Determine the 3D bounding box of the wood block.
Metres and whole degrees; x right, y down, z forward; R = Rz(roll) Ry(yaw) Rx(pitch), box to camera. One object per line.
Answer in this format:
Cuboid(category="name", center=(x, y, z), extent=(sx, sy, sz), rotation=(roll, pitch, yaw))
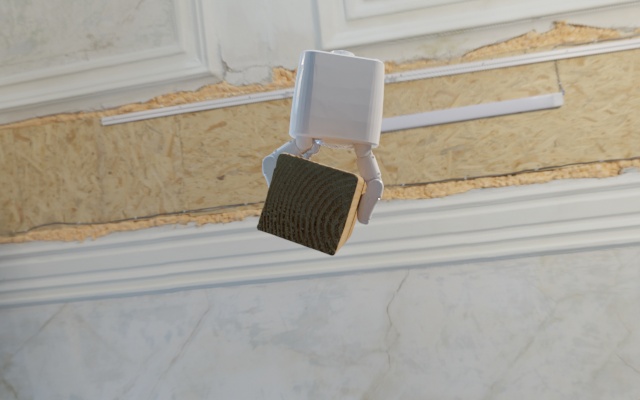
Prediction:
Cuboid(category="wood block", center=(0.001, 0.002, 0.599), extent=(0.091, 0.090, 0.206), rotation=(18, 3, 8))
